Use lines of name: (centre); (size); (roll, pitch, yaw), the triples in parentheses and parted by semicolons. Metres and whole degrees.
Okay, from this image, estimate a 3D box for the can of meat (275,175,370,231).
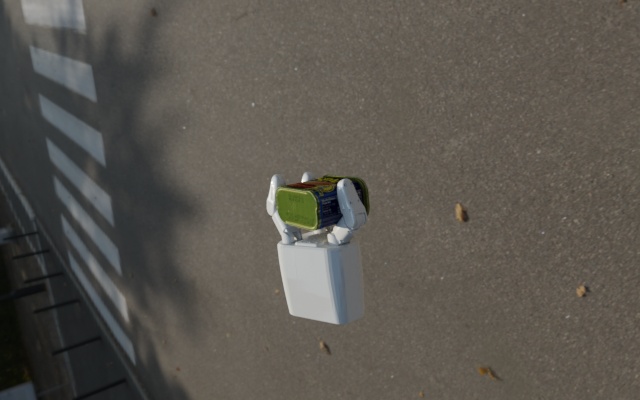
can of meat: (0.000, 0.002, 0.636); (0.084, 0.057, 0.102); (-14, 14, -35)
